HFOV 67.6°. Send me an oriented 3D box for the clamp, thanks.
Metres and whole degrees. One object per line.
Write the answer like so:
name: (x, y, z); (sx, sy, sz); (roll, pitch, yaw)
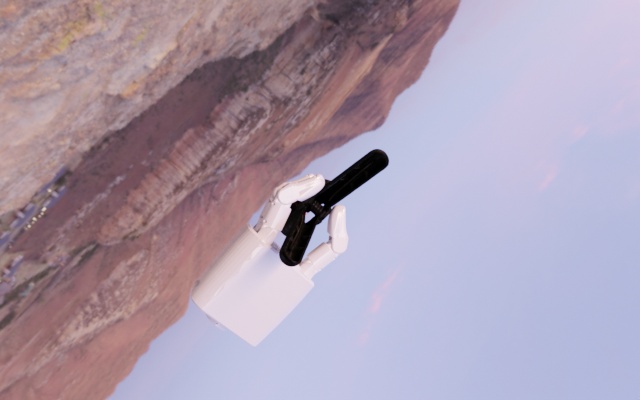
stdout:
clamp: (0.000, 0.003, 0.597); (0.164, 0.036, 0.210); (-45, 10, -6)
